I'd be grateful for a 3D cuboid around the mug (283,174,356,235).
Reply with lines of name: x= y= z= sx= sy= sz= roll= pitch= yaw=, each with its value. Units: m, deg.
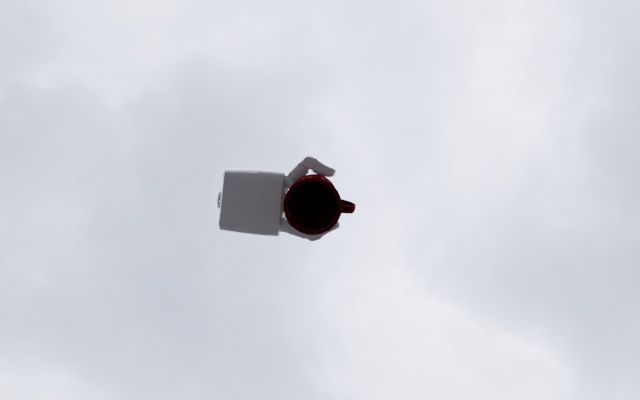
mug: x=0.002 y=0.003 z=0.790 sx=0.117 sy=0.093 sz=0.081 roll=6 pitch=12 yaw=-1
